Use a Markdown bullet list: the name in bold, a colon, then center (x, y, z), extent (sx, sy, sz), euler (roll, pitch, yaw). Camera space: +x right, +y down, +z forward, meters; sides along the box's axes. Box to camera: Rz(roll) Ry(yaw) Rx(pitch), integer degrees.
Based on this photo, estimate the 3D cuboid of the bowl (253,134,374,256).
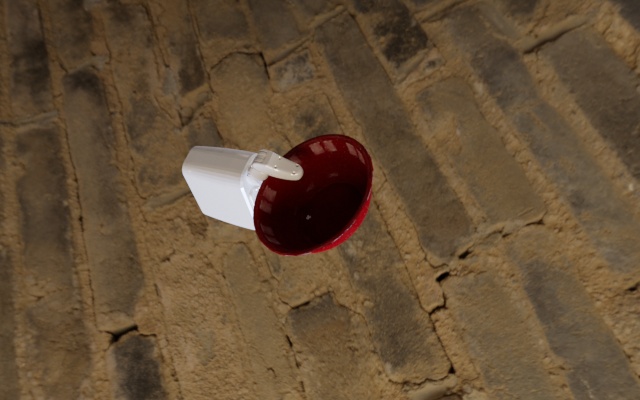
- **bowl**: center (0.001, 0.002, 0.566), extent (0.162, 0.162, 0.055), euler (0, -29, 36)
